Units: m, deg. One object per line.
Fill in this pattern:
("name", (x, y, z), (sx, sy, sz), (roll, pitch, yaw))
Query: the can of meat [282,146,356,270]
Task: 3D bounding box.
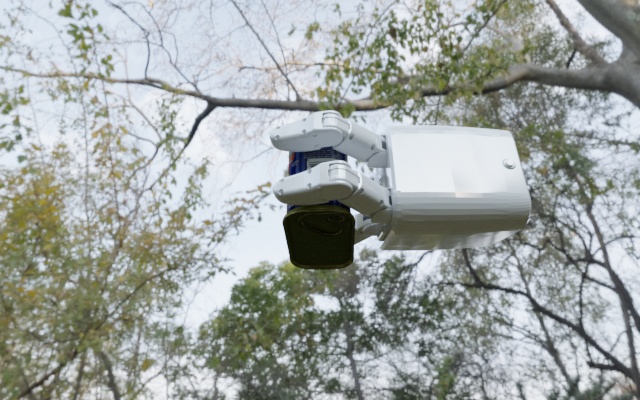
("can of meat", (0.000, 0.001, 0.421), (0.057, 0.084, 0.102), (-1, -33, 2))
